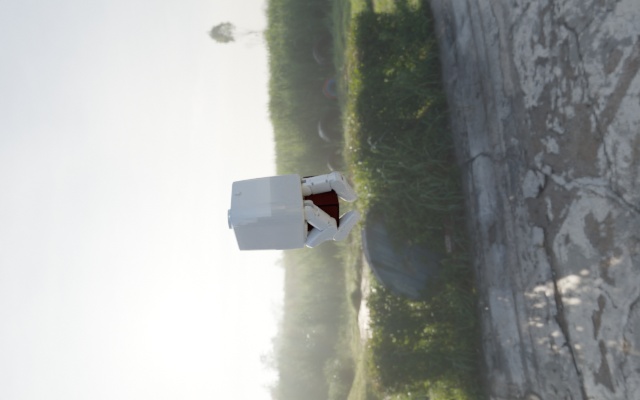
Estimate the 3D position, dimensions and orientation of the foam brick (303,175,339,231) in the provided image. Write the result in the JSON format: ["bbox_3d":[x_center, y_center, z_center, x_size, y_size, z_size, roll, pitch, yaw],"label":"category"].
[{"bbox_3d":[0.000,0.002,0.764,0.051,0.053,0.078,-5,40,-3],"label":"foam brick"}]
